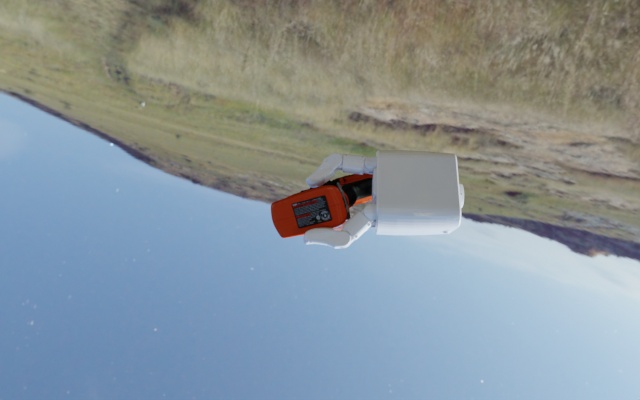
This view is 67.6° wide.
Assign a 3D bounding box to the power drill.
[{"bbox_3d":[0.000,0.002,0.714,0.184,0.057,0.187,-17,6,24],"label":"power drill"}]
